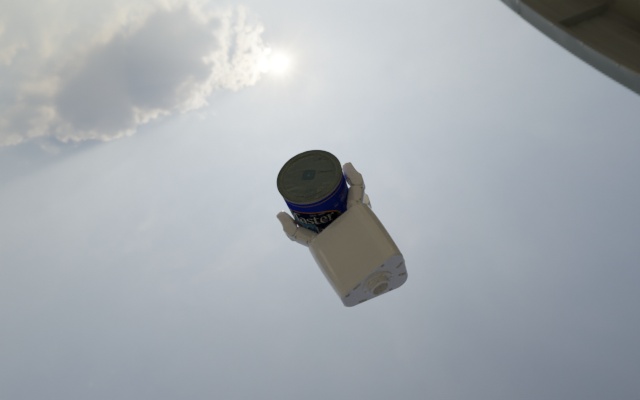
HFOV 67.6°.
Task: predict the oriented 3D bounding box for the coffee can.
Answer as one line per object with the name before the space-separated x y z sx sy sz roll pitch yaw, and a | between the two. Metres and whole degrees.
coffee can | 0.000 0.002 0.768 0.103 0.102 0.140 0 -36 19
